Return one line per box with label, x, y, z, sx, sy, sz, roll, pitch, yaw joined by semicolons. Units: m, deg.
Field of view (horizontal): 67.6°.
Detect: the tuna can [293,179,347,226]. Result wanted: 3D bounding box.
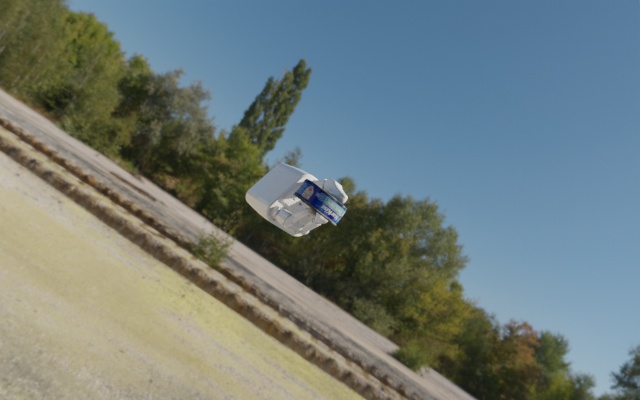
tuna can;0.001;0.002;0.771;0.086;0.034;0.086;37;-2;2
